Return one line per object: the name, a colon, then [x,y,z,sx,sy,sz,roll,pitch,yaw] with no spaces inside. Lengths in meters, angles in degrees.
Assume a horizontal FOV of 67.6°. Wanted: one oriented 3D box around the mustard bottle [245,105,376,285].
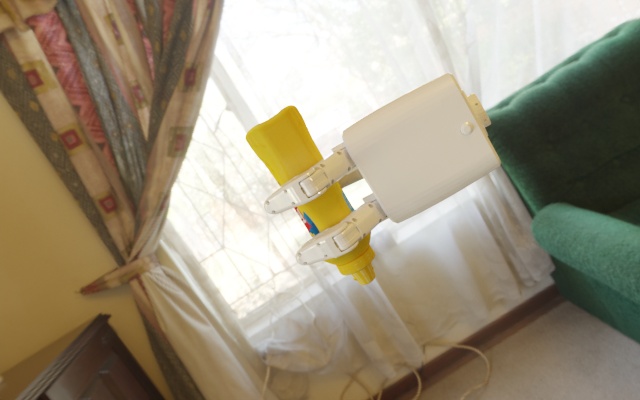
mustard bottle: [0.000,0.002,0.473,0.058,0.191,0.096,-33,10,-6]
